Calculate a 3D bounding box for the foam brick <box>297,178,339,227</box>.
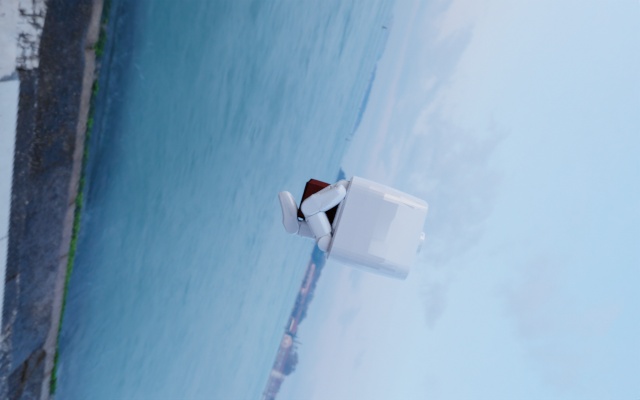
[{"bbox_3d":[0.000,0.002,0.683,0.051,0.053,0.078,17,8,1],"label":"foam brick"}]
